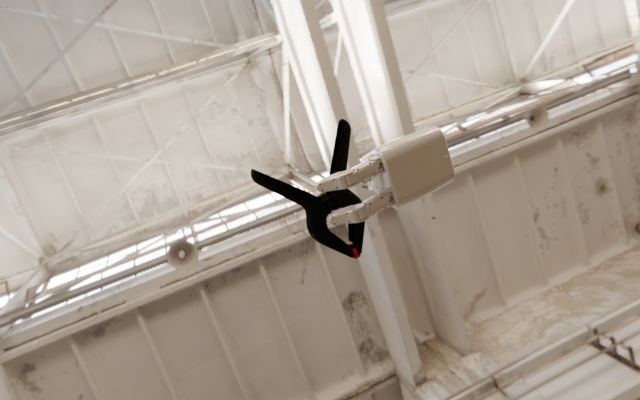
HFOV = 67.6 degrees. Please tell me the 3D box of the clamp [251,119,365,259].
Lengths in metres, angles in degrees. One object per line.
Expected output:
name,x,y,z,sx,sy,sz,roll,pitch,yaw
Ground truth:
clamp,0.000,0.003,0.726,0.164,0.210,0.036,-23,17,-9
